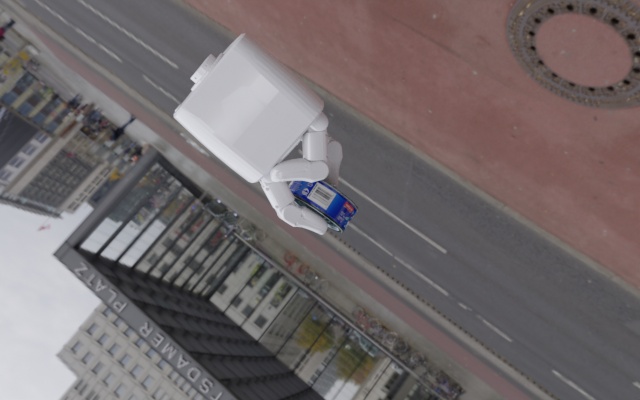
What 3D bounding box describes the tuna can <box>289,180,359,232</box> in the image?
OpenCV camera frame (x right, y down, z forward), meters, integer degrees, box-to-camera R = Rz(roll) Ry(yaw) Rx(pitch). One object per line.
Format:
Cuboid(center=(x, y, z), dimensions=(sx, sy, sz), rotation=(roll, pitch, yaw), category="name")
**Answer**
Cuboid(center=(0.000, 0.002, 0.566), dimensions=(0.086, 0.033, 0.086), rotation=(33, -9, 6), category="tuna can")
